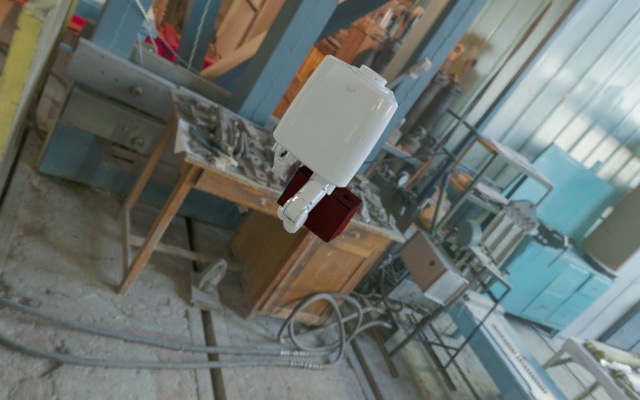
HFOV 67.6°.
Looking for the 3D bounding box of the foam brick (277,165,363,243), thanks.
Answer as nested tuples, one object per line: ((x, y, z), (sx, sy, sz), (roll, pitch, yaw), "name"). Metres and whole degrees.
((0.000, 0.002, 0.554), (0.078, 0.051, 0.053), (39, 20, 9), "foam brick")
